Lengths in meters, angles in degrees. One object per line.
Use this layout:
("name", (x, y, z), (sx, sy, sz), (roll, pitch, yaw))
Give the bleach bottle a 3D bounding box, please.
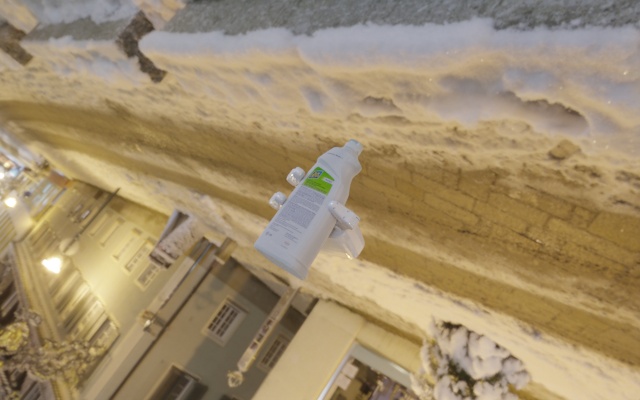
("bleach bottle", (0.000, 0.003, 0.803), (0.102, 0.250, 0.068), (26, -18, 30))
